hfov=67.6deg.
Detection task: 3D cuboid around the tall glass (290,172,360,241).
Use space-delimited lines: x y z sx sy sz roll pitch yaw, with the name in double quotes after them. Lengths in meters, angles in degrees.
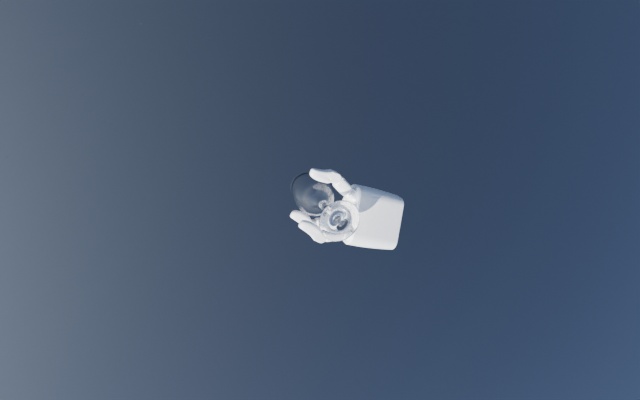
0.000 0.003 0.892 0.079 0.079 0.201 0 19 -21 "tall glass"
